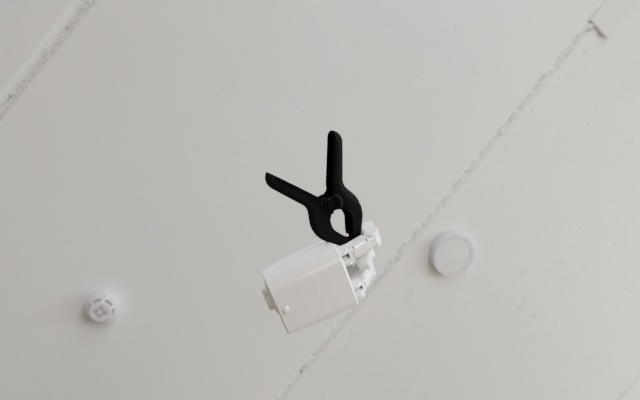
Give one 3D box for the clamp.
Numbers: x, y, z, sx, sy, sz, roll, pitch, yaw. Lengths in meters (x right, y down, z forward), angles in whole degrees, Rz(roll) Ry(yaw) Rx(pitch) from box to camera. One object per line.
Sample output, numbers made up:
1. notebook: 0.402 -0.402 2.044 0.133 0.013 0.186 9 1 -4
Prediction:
1. clamp: 0.000 0.002 0.662 0.120 0.171 0.039 -24 16 -11
